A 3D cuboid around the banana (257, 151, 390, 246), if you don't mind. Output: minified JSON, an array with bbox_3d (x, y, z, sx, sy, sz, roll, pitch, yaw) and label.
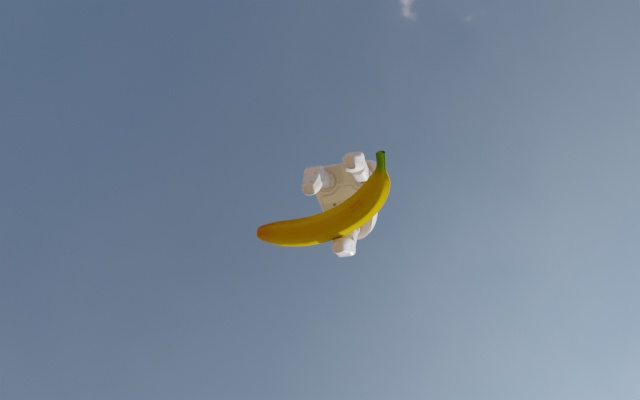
[{"bbox_3d":[0.013,0.016,0.599,0.198,0.069,0.037,-33,7,16],"label":"banana"}]
